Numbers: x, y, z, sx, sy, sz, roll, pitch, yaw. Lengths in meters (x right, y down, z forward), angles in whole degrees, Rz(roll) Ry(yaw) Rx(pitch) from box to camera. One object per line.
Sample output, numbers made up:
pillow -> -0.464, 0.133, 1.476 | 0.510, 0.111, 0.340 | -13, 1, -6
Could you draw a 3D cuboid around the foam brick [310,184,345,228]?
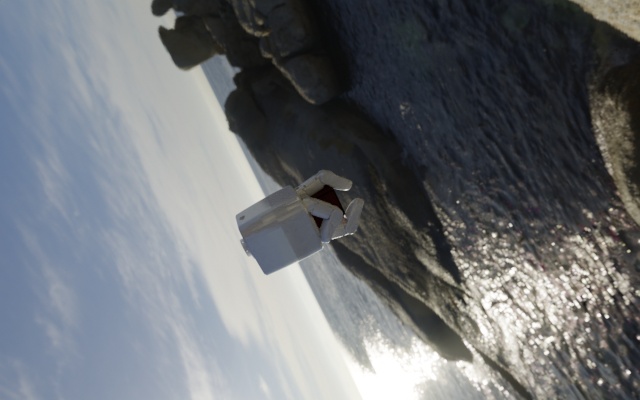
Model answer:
foam brick -> 0.000, 0.003, 0.815 | 0.051, 0.053, 0.078 | -28, 21, -5
